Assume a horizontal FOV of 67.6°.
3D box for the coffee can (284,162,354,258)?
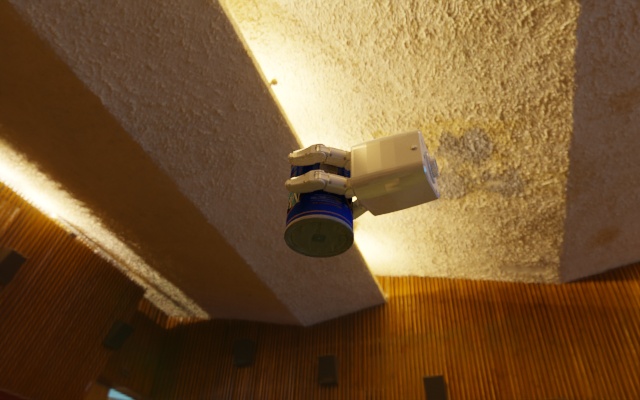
[{"bbox_3d":[0.000,0.003,0.738,0.103,0.140,0.103,1,-39,1],"label":"coffee can"}]
